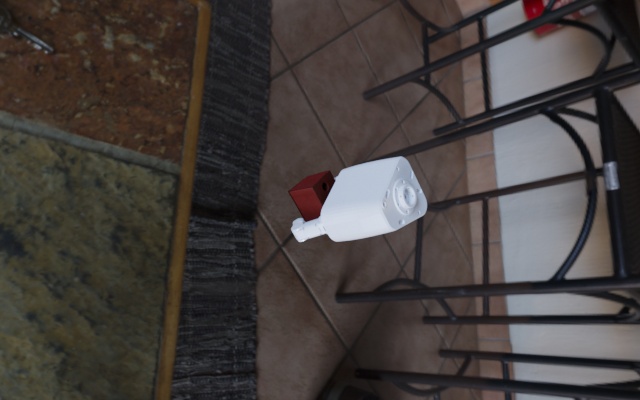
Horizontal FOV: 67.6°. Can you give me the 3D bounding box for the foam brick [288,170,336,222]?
[{"bbox_3d":[0.000,0.002,0.721,0.051,0.078,0.053,-13,23,43],"label":"foam brick"}]
